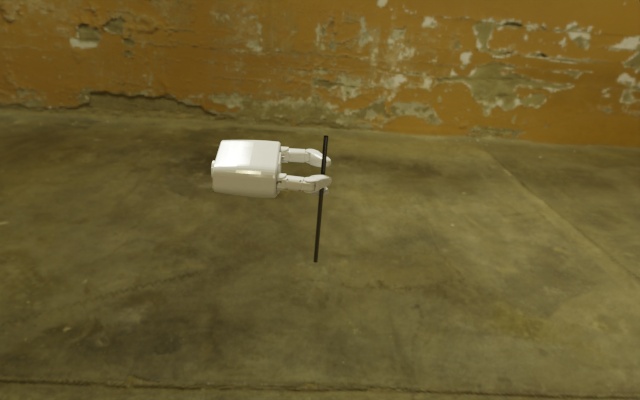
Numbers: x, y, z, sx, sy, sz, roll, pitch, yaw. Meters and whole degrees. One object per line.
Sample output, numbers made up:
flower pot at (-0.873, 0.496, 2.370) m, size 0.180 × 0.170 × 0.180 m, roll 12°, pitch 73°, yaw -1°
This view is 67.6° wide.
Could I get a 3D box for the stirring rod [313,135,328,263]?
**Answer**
stirring rod at (0.000, 0.003, 0.849) m, size 0.011 × 0.240 × 0.011 m, roll 4°, pitch 22°, yaw -2°
